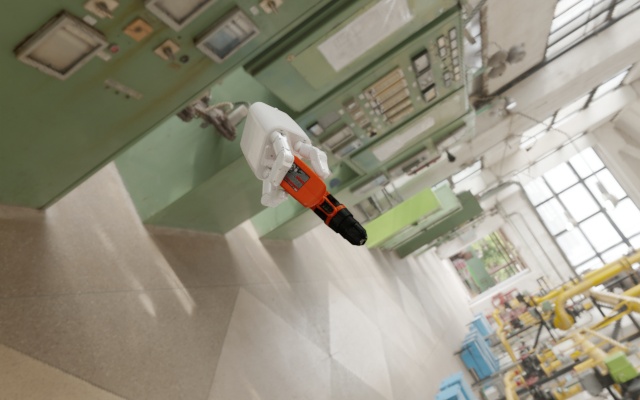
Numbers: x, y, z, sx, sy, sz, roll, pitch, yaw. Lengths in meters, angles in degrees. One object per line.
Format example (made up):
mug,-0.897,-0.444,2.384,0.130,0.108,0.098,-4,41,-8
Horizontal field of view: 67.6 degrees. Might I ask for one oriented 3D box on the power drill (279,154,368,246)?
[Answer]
power drill,0.000,0.003,0.877,0.184,0.057,0.188,41,-3,26
